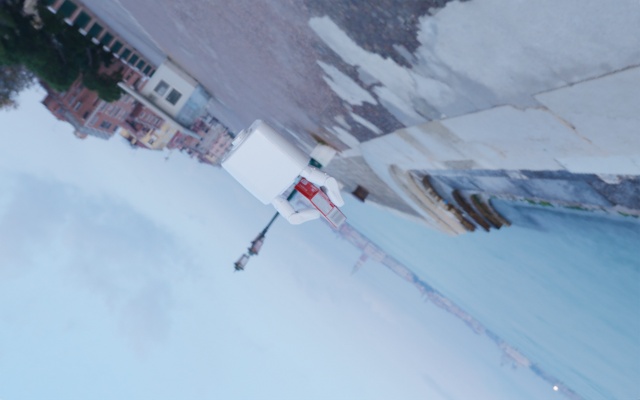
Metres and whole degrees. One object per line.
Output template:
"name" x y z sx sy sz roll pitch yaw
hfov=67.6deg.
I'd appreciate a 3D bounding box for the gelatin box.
"gelatin box" 0.000 0.003 0.878 0.089 0.030 0.073 46 -3 -31
